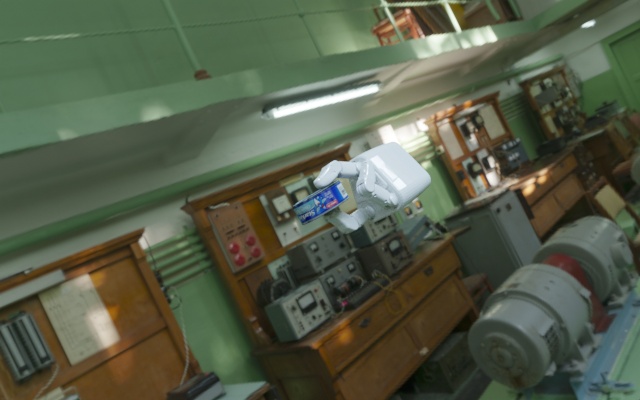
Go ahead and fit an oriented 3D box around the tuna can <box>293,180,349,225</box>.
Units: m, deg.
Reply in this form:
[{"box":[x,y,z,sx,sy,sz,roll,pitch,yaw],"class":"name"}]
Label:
[{"box":[0.000,0.002,0.744,0.086,0.034,0.086,-30,3,2],"class":"tuna can"}]
